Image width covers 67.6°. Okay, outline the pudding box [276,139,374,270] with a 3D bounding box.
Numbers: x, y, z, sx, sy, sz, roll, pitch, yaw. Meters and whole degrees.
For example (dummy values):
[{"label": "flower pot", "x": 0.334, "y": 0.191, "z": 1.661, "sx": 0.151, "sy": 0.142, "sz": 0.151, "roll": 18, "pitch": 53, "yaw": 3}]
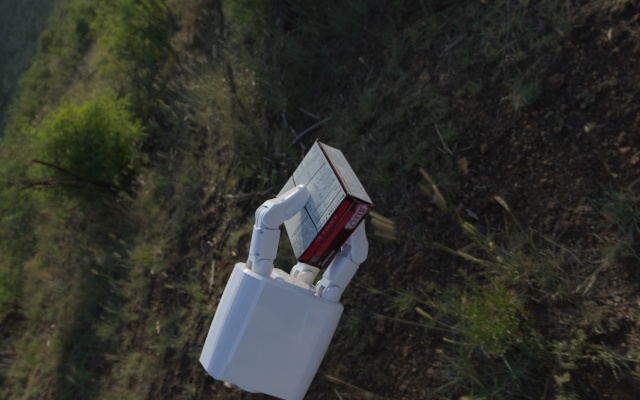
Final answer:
[{"label": "pudding box", "x": 0.000, "y": 0.002, "z": 0.499, "sx": 0.039, "sy": 0.090, "sz": 0.113, "roll": 23, "pitch": 26, "yaw": -33}]
